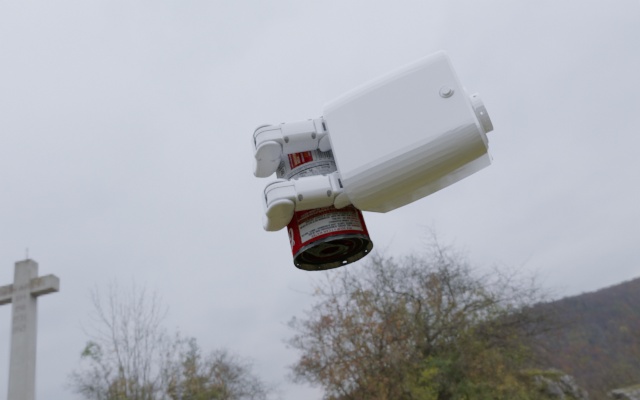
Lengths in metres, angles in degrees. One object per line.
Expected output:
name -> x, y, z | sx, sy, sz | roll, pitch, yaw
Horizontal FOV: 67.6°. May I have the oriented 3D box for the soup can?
soup can -> 0.000, 0.001, 0.416 | 0.068, 0.102, 0.068 | -11, -27, -6
